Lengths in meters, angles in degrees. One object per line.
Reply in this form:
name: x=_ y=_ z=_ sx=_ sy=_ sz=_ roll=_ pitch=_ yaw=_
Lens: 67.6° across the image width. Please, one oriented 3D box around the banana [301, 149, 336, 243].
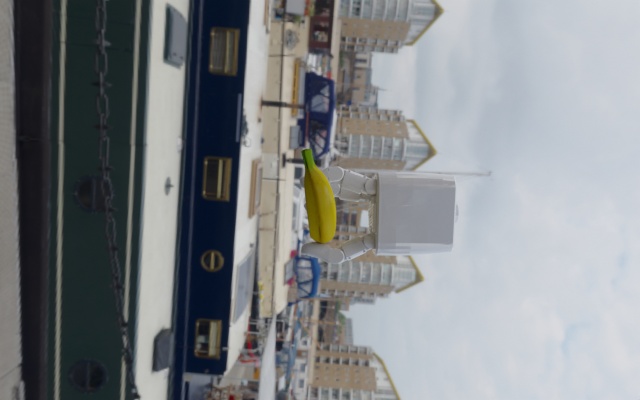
banana: x=0.001 y=0.016 z=0.624 sx=0.037 sy=0.069 sz=0.198 roll=-4 pitch=-31 yaw=0
